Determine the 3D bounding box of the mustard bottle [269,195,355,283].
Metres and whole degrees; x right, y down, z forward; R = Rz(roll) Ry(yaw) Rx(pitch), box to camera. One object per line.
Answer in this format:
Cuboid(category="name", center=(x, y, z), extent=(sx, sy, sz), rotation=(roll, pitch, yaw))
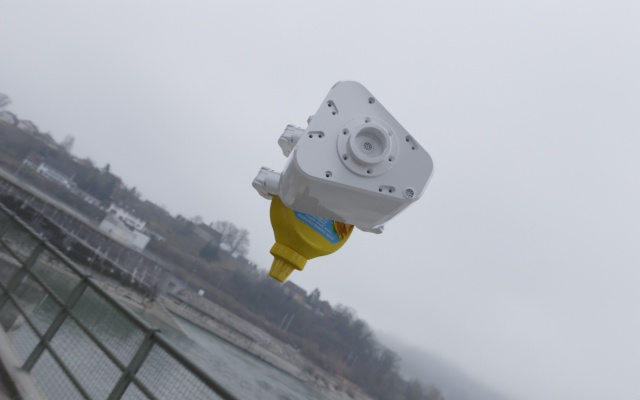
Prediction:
Cuboid(category="mustard bottle", center=(0.000, 0.002, 0.520), extent=(0.096, 0.191, 0.058), rotation=(37, -17, -26))
